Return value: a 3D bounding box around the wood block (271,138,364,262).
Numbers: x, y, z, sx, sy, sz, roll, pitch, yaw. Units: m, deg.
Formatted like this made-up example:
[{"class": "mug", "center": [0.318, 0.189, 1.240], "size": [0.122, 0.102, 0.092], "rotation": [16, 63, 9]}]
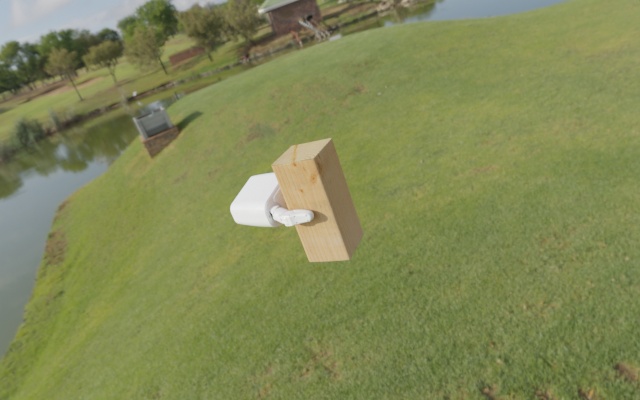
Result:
[{"class": "wood block", "center": [0.000, 0.003, 0.883], "size": [0.090, 0.206, 0.090], "rotation": [-7, 26, 29]}]
